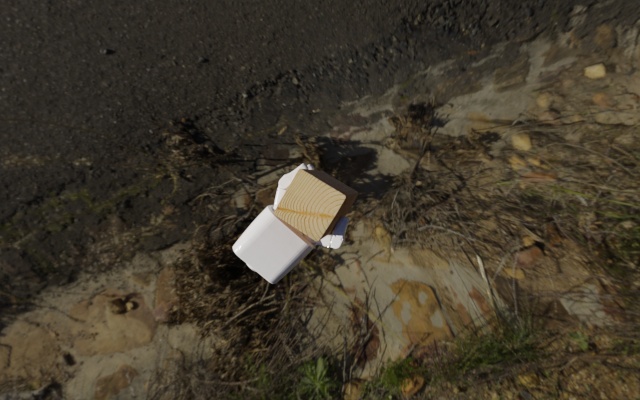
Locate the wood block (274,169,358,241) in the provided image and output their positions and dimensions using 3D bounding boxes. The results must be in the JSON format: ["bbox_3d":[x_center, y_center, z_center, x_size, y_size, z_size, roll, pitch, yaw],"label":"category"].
[{"bbox_3d":[0.000,0.003,0.865,0.091,0.090,0.206,32,8,7],"label":"wood block"}]
